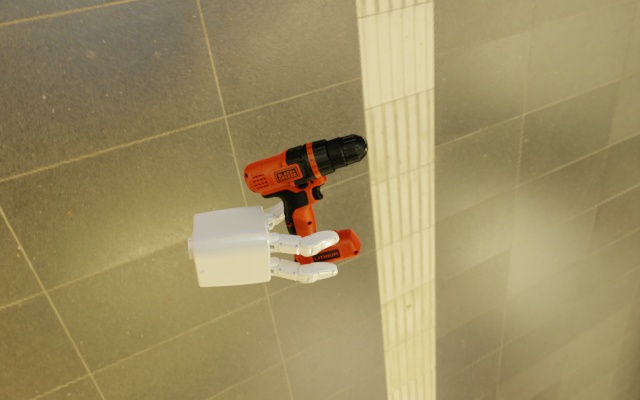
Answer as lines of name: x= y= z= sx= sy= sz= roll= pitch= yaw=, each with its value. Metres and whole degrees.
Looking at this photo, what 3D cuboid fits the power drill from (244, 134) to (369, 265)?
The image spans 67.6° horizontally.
power drill: x=0.000 y=0.003 z=0.714 sx=0.184 sy=0.188 sz=0.057 roll=-15 pitch=25 yaw=12
